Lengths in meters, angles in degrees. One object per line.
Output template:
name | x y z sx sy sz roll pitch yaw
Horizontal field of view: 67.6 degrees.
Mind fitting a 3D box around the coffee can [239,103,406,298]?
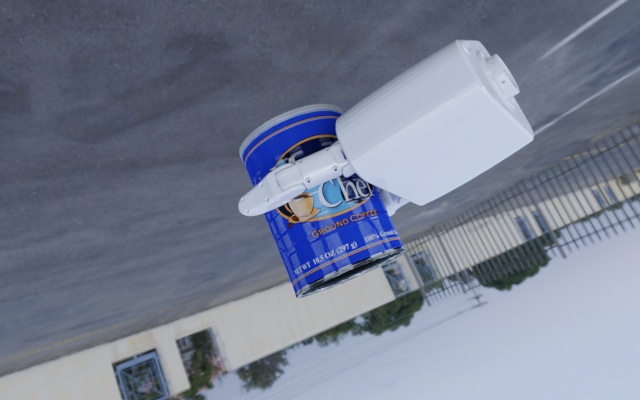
coffee can | 0.000 0.001 0.424 0.103 0.140 0.103 -22 -14 -6
